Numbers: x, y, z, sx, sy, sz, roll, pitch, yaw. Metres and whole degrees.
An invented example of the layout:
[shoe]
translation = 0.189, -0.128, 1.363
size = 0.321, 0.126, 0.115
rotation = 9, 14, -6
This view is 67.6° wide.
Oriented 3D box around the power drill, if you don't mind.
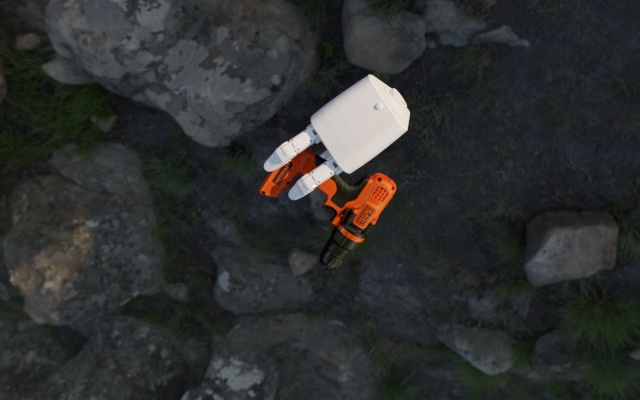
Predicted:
[power drill]
translation = 0.000, 0.002, 0.766
size = 0.188, 0.184, 0.057
rotation = 31, 15, -10
